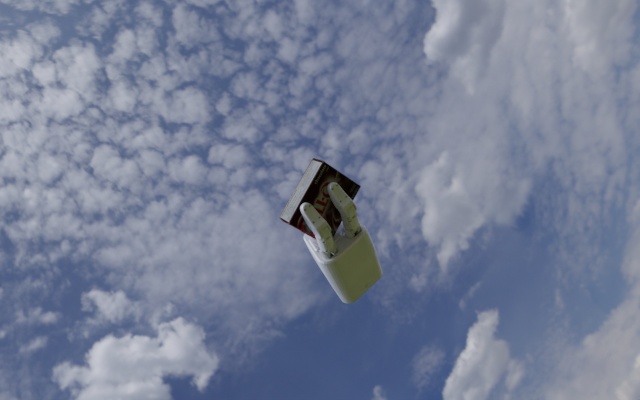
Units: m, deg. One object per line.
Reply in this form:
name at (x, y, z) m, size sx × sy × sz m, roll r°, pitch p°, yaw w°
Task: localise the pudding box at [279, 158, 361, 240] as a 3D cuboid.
pudding box at (0.000, 0.002, 0.761) m, size 0.090 × 0.113 × 0.039 m, roll 31°, pitch -6°, yaw -37°
